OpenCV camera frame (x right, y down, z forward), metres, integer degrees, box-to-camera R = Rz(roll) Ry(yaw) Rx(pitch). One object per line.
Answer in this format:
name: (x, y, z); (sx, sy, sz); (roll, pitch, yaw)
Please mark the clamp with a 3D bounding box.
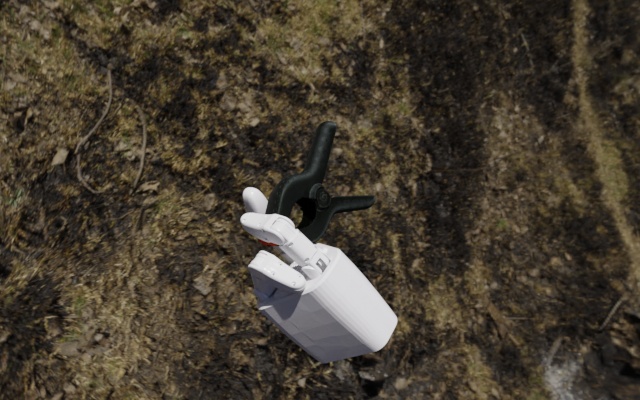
clamp: (0.000, 0.002, 0.545); (0.039, 0.120, 0.171); (-16, 31, 53)
